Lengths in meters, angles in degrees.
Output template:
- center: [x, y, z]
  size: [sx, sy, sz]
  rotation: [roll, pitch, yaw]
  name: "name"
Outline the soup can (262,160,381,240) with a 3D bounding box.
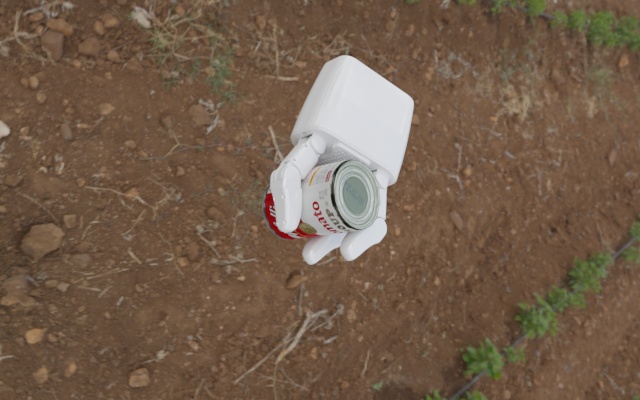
- center: [0.000, 0.002, 0.473]
  size: [0.068, 0.068, 0.102]
  rotation: [0, -8, -45]
  name: "soup can"
